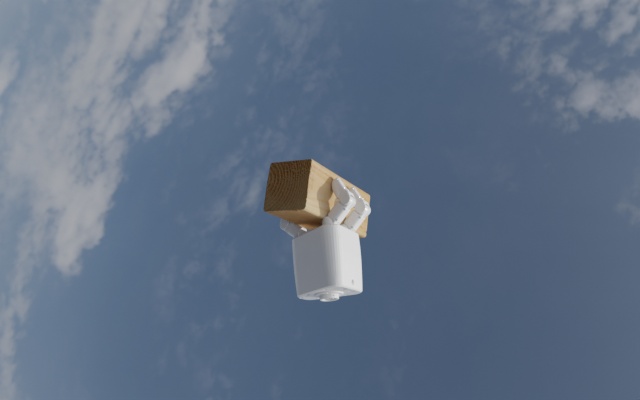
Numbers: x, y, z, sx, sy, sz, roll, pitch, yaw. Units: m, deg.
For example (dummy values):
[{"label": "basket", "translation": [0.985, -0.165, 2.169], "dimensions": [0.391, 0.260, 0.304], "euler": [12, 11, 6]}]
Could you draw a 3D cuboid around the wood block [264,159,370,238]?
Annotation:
[{"label": "wood block", "translation": [0.000, 0.003, 0.873], "dimensions": [0.091, 0.090, 0.206], "euler": [-3, -18, 33]}]
